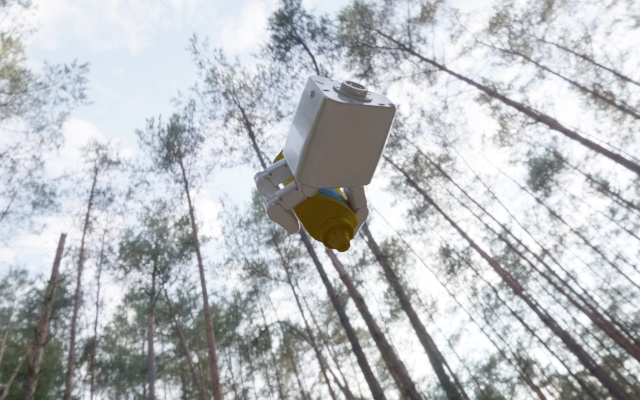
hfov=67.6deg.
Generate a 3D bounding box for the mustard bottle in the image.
[{"bbox_3d":[0.000,0.002,0.625,0.096,0.058,0.191,32,17,-33],"label":"mustard bottle"}]
